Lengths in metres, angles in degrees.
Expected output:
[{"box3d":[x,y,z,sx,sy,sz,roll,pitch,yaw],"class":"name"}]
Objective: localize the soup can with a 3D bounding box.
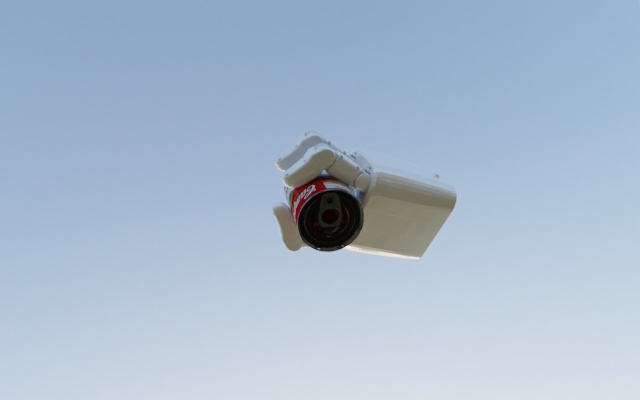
[{"box3d":[0.000,0.002,0.515,0.068,0.068,0.102,0,22,-13],"class":"soup can"}]
